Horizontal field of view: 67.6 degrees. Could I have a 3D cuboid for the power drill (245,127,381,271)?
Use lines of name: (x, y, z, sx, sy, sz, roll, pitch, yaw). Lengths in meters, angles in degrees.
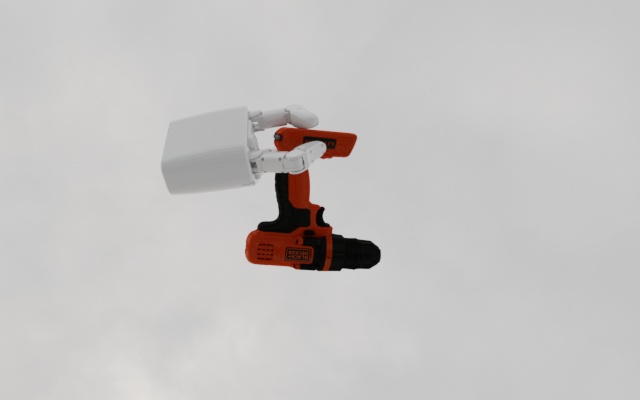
power drill: (0.000, 0.002, 0.627, 0.184, 0.187, 0.057, 4, 8, -13)
